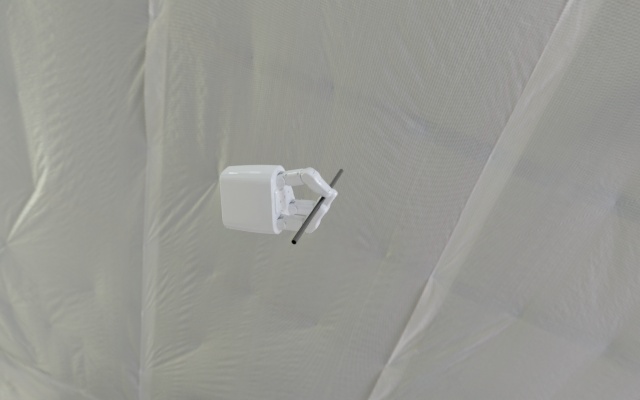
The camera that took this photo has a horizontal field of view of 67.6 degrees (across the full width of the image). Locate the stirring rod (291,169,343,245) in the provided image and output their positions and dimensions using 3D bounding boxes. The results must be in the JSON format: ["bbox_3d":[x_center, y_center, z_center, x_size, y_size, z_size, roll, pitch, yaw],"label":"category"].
[{"bbox_3d":[0.000,0.003,0.788,0.011,0.011,0.239,0,29,22],"label":"stirring rod"}]
